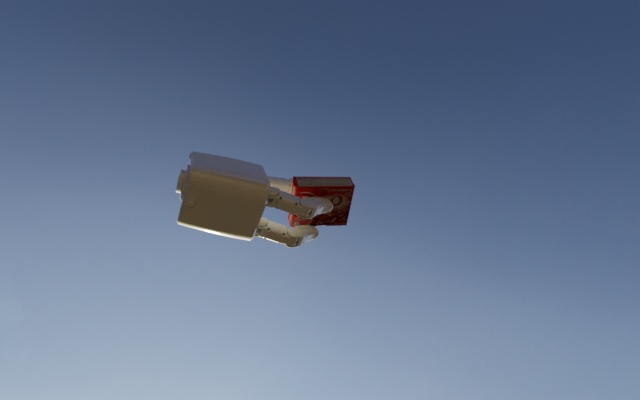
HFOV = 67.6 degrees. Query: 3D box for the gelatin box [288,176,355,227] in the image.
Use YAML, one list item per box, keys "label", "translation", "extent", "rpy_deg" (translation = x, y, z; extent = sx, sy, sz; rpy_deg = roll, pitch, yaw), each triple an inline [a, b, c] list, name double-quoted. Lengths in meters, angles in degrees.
- label: "gelatin box"
  translation: [0.000, 0.002, 0.704]
  extent: [0.089, 0.073, 0.030]
  rpy_deg: [-1, 36, -15]
